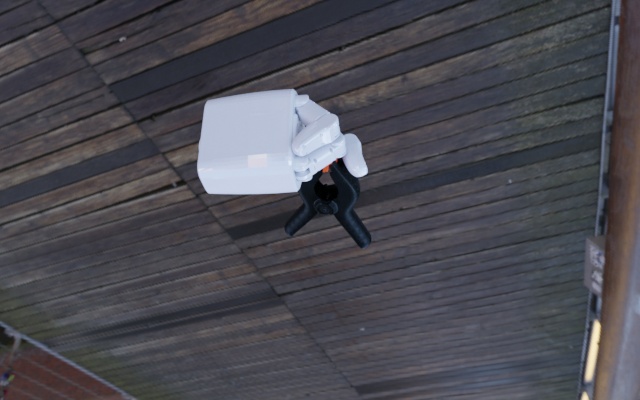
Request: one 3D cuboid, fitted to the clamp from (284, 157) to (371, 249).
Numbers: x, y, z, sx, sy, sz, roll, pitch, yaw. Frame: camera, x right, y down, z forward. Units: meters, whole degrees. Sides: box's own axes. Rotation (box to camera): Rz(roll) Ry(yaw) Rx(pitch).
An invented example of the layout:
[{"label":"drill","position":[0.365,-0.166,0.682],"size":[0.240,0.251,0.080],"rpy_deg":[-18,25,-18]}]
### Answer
[{"label":"clamp","position":[0.000,0.002,0.611],"size":[0.120,0.039,0.172],"rpy_deg":[-1,-45,10]}]
